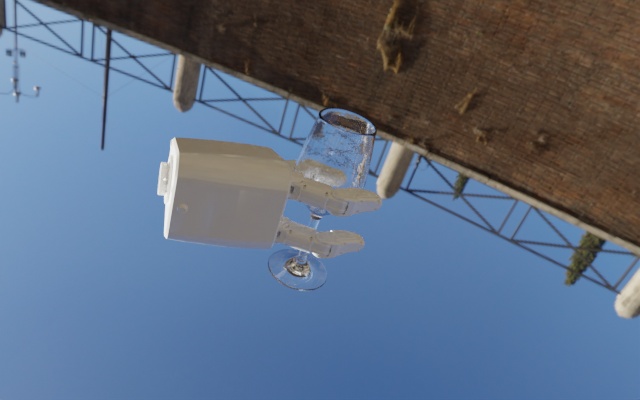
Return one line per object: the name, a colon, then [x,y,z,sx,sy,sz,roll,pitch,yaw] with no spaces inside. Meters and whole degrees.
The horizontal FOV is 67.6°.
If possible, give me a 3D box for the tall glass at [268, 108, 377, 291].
tall glass: [0.000,0.002,0.530,0.079,0.201,0.079,14,30,-8]
